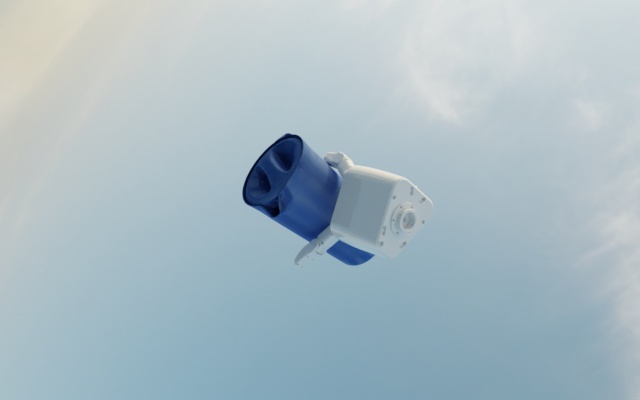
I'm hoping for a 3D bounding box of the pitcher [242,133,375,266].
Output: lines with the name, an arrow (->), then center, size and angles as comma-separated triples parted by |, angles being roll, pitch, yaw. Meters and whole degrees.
pitcher -> 0.000, 0.003, 0.804 | 0.243, 0.149, 0.145 | 38, -11, -34
